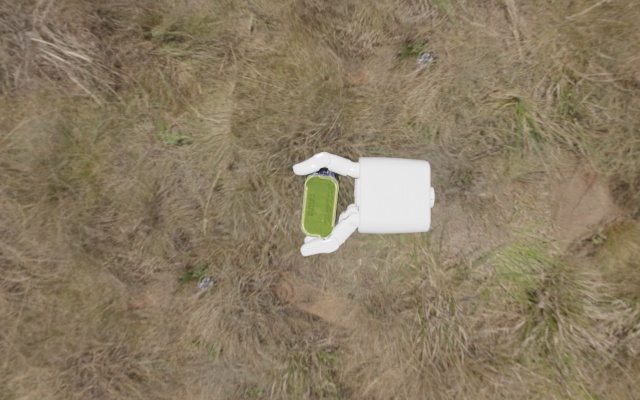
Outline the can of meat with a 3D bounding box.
[{"bbox_3d":[0.000,0.002,0.754,0.057,0.102,0.084,6,11,1],"label":"can of meat"}]
